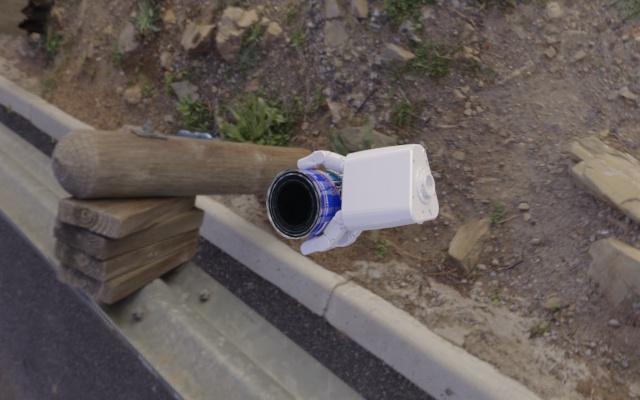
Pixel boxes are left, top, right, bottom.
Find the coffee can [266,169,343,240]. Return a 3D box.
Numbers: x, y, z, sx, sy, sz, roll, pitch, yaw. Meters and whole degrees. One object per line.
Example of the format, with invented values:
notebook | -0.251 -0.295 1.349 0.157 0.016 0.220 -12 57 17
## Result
coffee can | 0.000 0.002 0.744 0.103 0.103 0.140 0 3 36
